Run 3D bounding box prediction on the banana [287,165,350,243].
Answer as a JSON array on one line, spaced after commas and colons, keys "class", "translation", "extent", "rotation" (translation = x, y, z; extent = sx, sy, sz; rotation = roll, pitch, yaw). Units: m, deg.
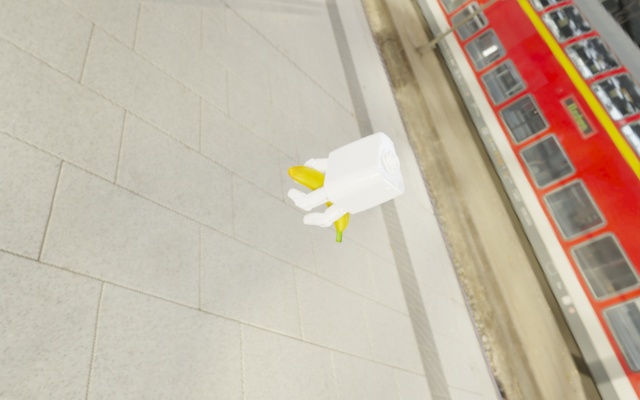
[{"class": "banana", "translation": [0.008, -0.008, 0.905], "extent": [0.037, 0.069, 0.198], "rotation": [-11, -51, 35]}]
